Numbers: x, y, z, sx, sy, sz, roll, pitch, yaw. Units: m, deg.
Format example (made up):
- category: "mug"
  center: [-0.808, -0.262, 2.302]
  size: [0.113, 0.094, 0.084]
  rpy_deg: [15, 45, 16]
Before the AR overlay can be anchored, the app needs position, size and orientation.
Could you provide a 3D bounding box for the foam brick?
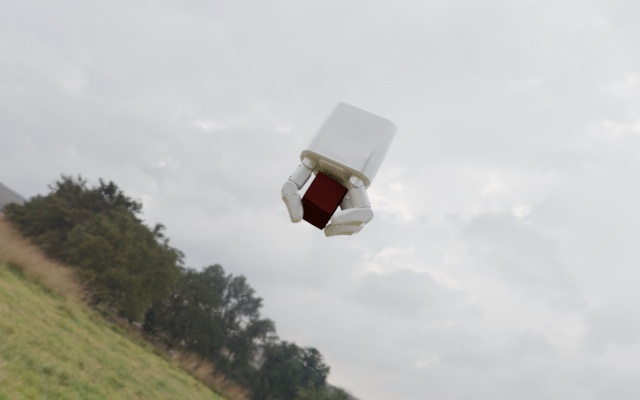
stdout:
- category: "foam brick"
  center: [0.000, 0.002, 0.708]
  size: [0.053, 0.051, 0.078]
  rpy_deg: [32, -22, -1]
